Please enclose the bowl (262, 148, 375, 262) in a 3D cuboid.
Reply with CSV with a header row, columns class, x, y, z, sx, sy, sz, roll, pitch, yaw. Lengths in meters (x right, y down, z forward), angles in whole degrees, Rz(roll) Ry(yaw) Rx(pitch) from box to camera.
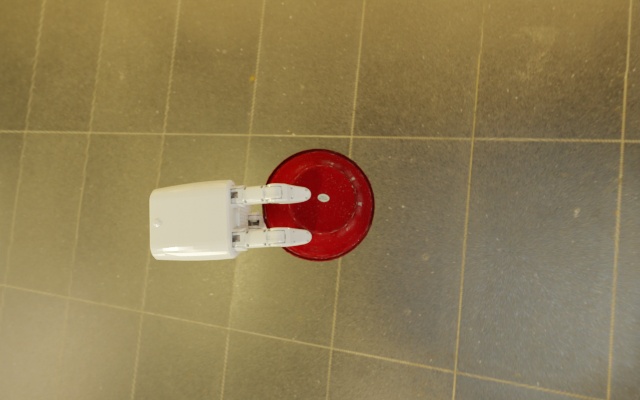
class,x,y,z,sx,sy,sz,roll,pitch,yaw
bowl,0.001,0.002,0.651,0.162,0.162,0.055,0,-8,-6
